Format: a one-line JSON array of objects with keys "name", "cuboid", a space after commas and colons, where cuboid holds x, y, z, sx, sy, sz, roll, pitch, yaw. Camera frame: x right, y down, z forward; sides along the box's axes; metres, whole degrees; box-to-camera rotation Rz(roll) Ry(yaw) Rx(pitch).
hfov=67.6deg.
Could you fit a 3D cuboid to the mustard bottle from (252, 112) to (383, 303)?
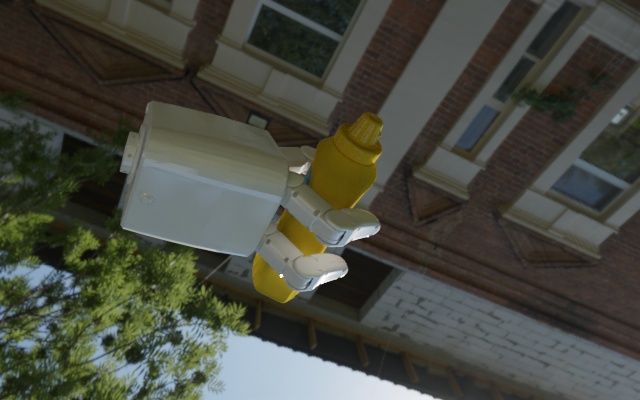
[{"name": "mustard bottle", "cuboid": [0.000, 0.002, 0.436, 0.058, 0.192, 0.096, 29, 33, -4]}]
